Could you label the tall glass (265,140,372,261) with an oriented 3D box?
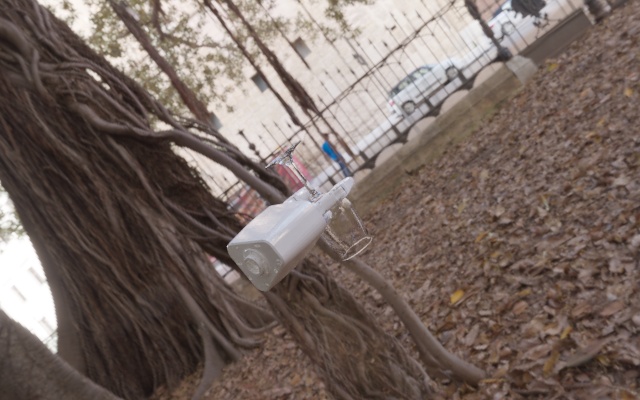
[{"bbox_3d":[0.000,0.002,0.784,0.079,0.201,0.079,-38,5,4],"label":"tall glass"}]
